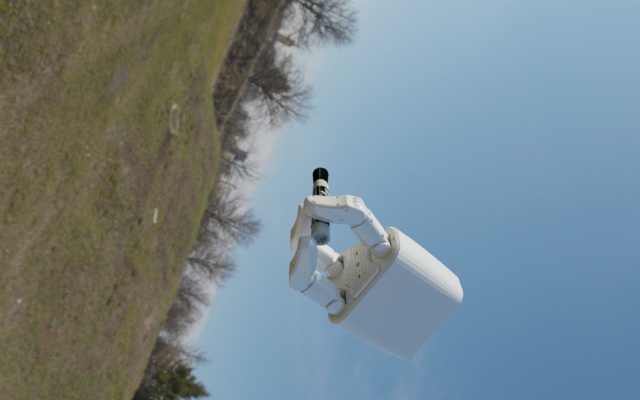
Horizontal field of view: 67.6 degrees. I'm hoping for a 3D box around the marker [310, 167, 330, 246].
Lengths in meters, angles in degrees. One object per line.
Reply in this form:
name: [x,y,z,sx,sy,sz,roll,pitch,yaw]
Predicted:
marker: [0.000,0.002,0.503,0.020,0.020,0.121,0,35,0]
